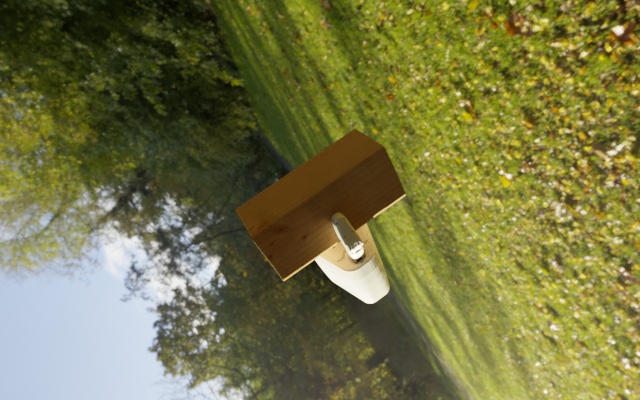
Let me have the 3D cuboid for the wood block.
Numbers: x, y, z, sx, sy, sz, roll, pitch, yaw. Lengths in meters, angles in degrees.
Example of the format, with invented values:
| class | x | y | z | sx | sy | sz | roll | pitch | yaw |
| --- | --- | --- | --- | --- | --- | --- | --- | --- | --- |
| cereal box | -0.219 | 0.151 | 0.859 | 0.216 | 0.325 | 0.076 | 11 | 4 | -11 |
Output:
| class | x | y | z | sx | sy | sz | roll | pitch | yaw |
| --- | --- | --- | --- | --- | --- | --- | --- | --- | --- |
| wood block | 0.000 | 0.003 | 0.660 | 0.206 | 0.090 | 0.090 | -35 | 34 | -6 |
